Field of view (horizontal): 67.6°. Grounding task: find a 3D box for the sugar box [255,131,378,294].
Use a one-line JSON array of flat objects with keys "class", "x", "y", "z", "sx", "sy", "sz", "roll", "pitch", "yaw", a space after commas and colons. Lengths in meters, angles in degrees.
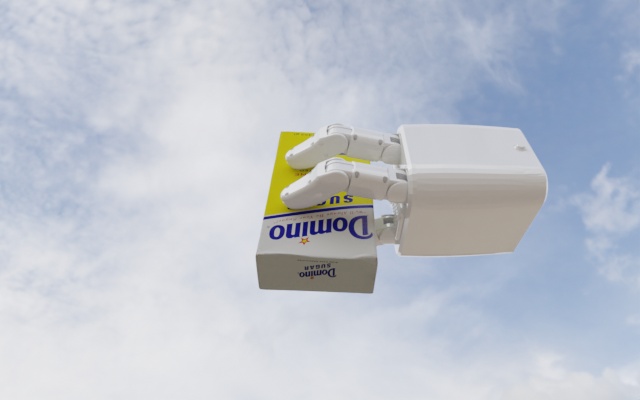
[{"class": "sugar box", "x": 0.000, "y": 0.001, "z": 0.426, "sx": 0.093, "sy": 0.048, "sz": 0.176, "roll": 2, "pitch": 37, "yaw": 1}]
